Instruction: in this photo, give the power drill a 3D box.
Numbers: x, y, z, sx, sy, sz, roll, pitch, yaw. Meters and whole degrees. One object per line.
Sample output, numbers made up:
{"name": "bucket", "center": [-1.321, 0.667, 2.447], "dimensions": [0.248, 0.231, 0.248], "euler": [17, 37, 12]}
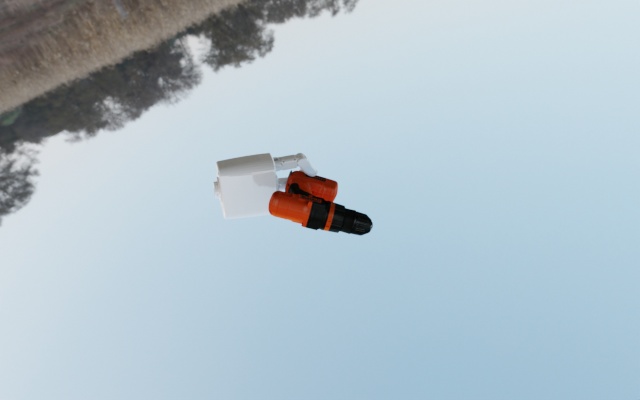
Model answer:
{"name": "power drill", "center": [0.000, 0.003, 0.891], "dimensions": [0.184, 0.057, 0.187], "euler": [16, 15, -6]}
